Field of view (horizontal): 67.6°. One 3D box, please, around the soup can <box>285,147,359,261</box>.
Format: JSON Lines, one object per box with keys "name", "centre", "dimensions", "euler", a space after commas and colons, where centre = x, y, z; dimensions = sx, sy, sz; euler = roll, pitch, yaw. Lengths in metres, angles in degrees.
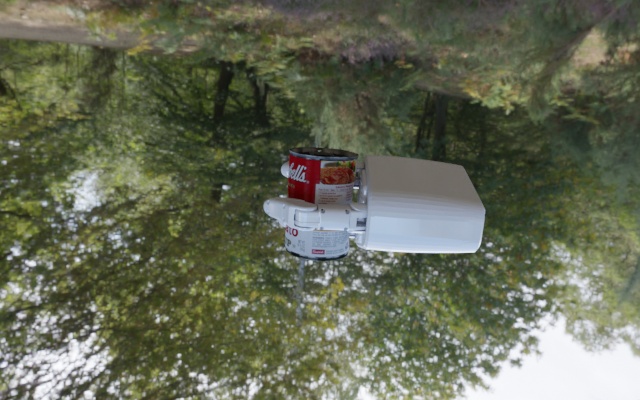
{"name": "soup can", "centre": [0.000, 0.002, 0.478], "dimensions": [0.068, 0.102, 0.068], "euler": [4, 13, -1]}
